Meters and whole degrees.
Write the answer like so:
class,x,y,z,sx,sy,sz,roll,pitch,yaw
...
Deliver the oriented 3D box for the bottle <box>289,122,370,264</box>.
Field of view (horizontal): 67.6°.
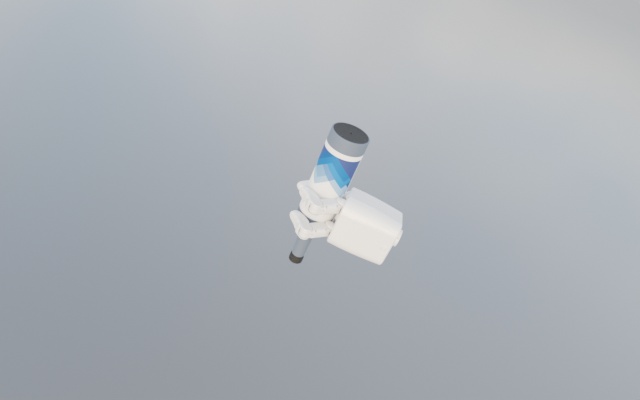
class,x,y,z,sx,sy,sz,roll,pitch,yaw
bottle,0.000,0.003,0.854,0.069,0.296,0.069,16,35,-11
